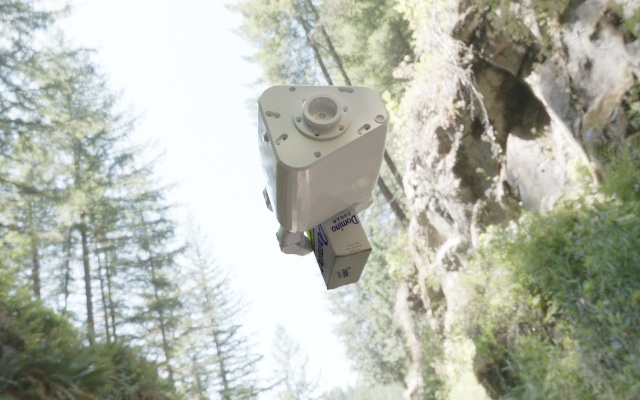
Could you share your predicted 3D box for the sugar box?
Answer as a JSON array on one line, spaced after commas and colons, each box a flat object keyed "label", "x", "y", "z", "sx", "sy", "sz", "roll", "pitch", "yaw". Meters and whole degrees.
[{"label": "sugar box", "x": 0.000, "y": 0.002, "z": 0.535, "sx": 0.048, "sy": 0.176, "sz": 0.093, "roll": -12, "pitch": -29, "yaw": -13}]
